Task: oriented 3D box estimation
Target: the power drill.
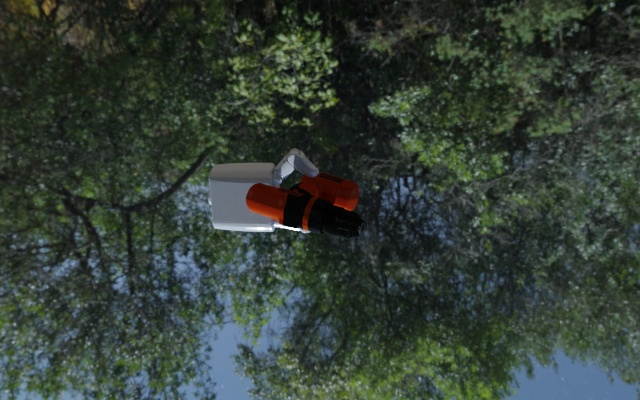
[{"bbox_3d":[0.000,0.002,0.763,0.184,0.057,0.187,18,15,17],"label":"power drill"}]
